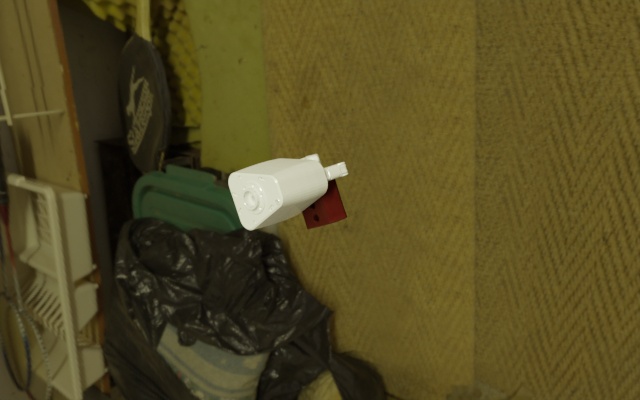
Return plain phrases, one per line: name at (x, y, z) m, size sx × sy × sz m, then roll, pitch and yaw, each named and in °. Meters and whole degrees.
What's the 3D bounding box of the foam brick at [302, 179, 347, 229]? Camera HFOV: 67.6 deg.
foam brick at (0.000, 0.003, 0.799) m, size 0.053 × 0.078 × 0.051 m, roll -16°, pitch 4°, yaw 40°
